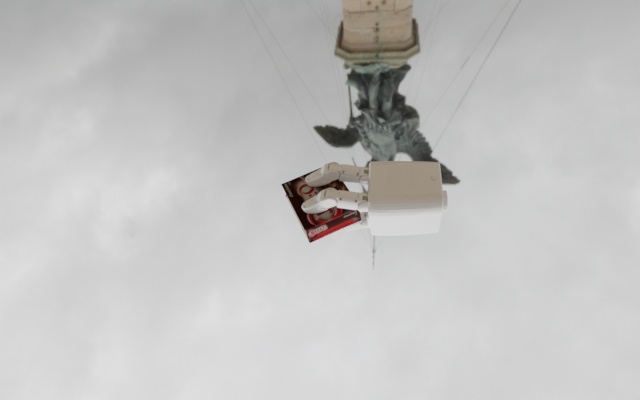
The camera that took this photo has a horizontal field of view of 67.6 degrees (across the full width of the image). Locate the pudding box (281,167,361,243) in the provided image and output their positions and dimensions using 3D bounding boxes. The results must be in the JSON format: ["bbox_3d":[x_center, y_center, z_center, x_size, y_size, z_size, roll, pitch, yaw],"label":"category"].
[{"bbox_3d":[0.000,0.003,0.750,0.090,0.039,0.113,-23,46,-9],"label":"pudding box"}]
